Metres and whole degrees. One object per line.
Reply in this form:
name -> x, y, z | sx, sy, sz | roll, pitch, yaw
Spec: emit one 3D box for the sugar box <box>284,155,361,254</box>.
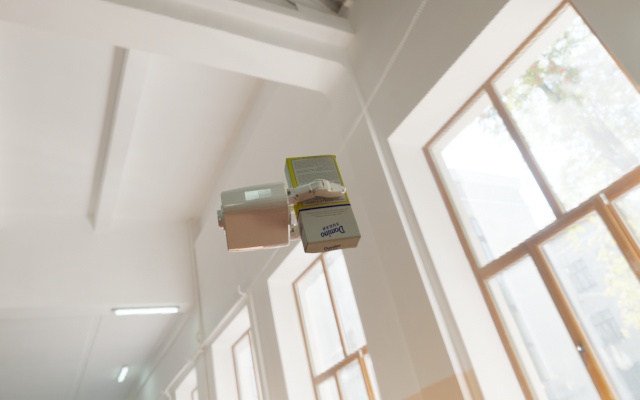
sugar box -> 0.000, 0.003, 0.817 | 0.093, 0.176, 0.048 | -6, -31, -14
